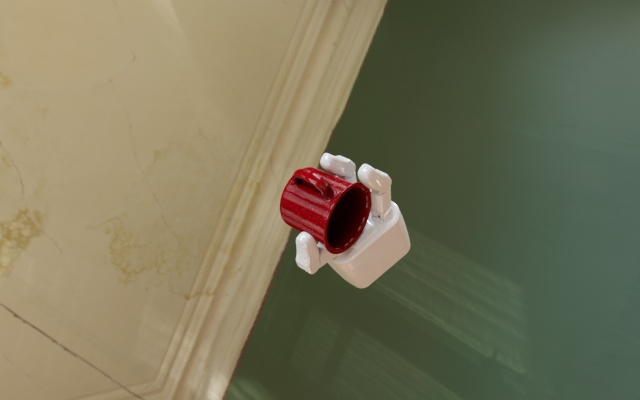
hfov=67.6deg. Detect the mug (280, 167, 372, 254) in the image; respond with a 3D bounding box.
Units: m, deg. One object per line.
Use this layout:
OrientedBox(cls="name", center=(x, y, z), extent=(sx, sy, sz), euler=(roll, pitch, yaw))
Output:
OrientedBox(cls="mug", center=(-0.001, 0.001, 0.582), extent=(0.081, 0.093, 0.117), euler=(25, -19, 33))
